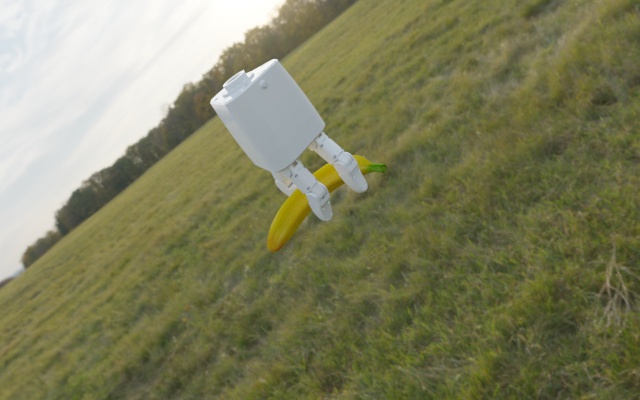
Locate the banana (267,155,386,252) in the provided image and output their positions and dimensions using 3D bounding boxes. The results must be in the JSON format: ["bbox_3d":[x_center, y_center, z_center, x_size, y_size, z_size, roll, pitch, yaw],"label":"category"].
[{"bbox_3d":[-0.005,-0.007,0.670,0.198,0.037,0.069,-38,34,-5],"label":"banana"}]
